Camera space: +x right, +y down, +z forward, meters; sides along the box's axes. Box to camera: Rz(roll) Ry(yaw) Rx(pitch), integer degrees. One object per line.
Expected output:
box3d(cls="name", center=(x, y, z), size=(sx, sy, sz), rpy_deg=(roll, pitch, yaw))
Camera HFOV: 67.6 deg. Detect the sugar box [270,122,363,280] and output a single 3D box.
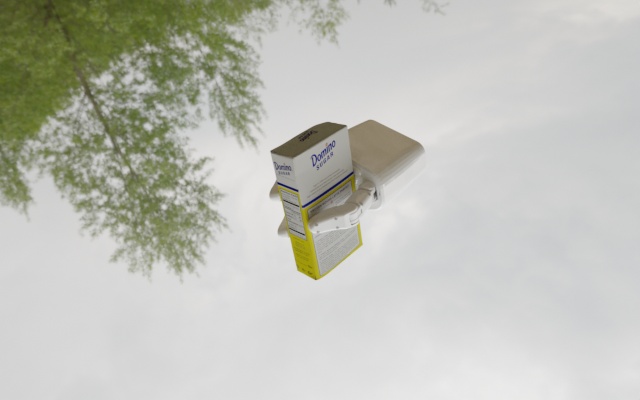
box3d(cls="sugar box", center=(0.000, 0.002, 0.583), size=(0.048, 0.176, 0.093), rpy_deg=(18, 41, 41))
